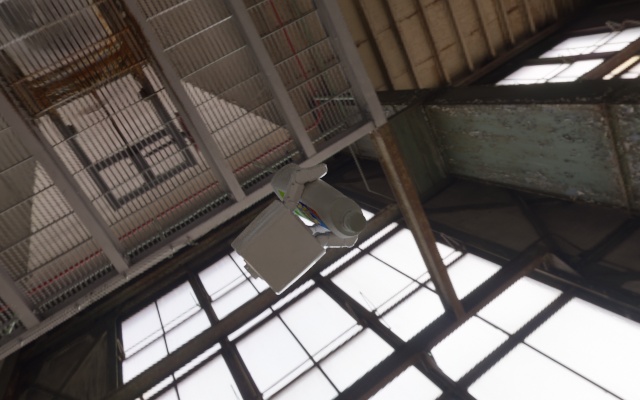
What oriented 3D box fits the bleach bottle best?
[{"bbox_3d":[0.000,0.003,0.794,0.068,0.103,0.250,-42,24,-11],"label":"bleach bottle"}]
